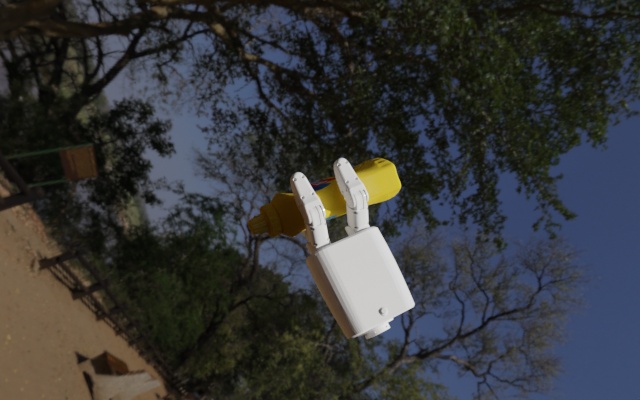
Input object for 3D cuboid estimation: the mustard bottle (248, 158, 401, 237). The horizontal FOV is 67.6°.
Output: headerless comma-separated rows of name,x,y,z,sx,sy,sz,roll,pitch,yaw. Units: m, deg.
mustard bottle,0.000,0.002,0.608,0.191,0.058,0.096,-21,7,-20
